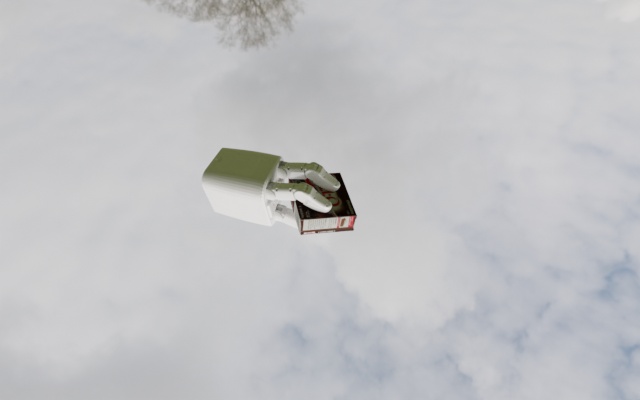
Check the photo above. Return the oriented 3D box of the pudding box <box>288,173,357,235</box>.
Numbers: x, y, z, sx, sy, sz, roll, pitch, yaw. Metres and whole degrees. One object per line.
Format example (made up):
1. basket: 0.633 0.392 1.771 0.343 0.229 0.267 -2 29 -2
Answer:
1. pudding box: 0.000 0.003 0.766 0.090 0.039 0.113 -5 44 -12
